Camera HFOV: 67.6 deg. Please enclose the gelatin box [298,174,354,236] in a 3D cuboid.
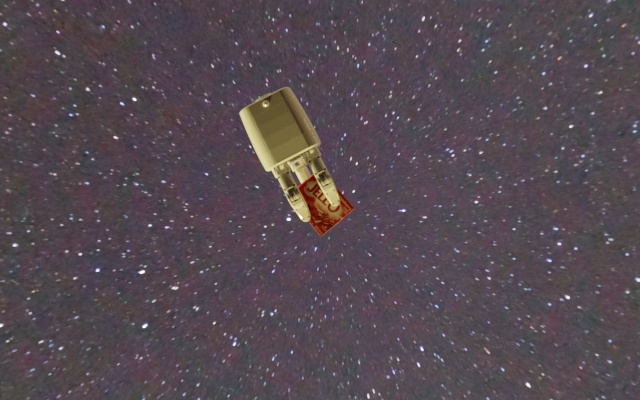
[{"bbox_3d":[0.000,0.003,0.796,0.073,0.089,0.030,-40,5,1],"label":"gelatin box"}]
